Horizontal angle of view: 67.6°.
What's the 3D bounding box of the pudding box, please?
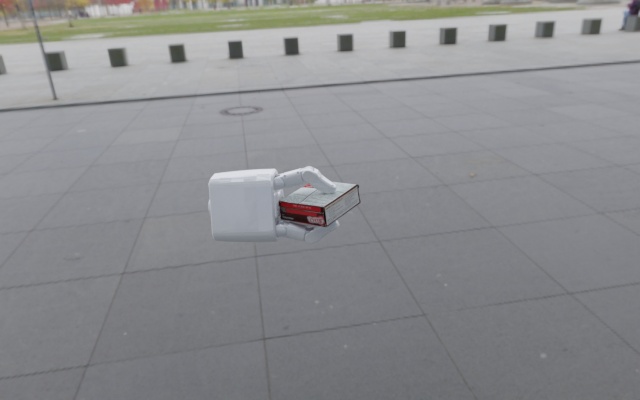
[{"bbox_3d":[0.000,0.002,0.783,0.090,0.039,0.113,9,27,33],"label":"pudding box"}]
